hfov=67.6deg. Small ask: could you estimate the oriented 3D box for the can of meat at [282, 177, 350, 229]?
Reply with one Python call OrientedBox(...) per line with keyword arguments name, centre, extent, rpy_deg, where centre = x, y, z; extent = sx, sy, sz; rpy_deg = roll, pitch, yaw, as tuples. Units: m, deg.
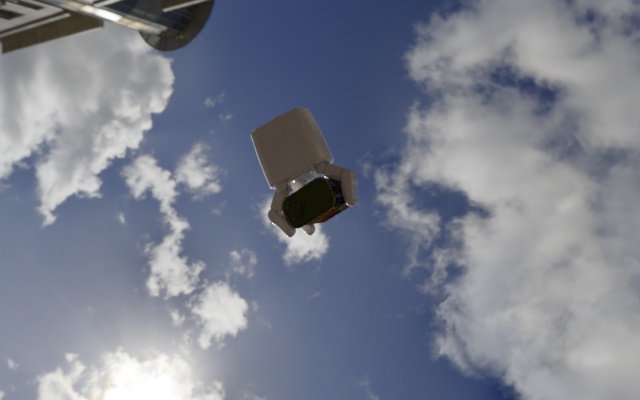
OrientedBox(name="can of meat", centre=(0.000, 0.003, 0.813), extent=(0.102, 0.057, 0.084), rpy_deg=(-32, -14, 29))
